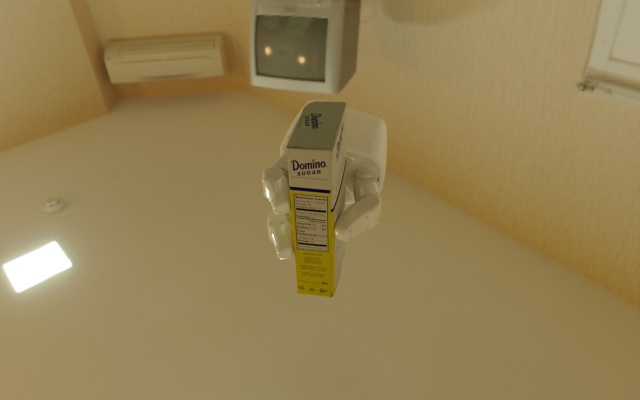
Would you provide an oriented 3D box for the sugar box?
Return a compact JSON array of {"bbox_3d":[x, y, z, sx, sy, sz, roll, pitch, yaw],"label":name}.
[{"bbox_3d":[0.000,0.002,0.472,0.048,0.176,0.093,3,36,10],"label":"sugar box"}]
